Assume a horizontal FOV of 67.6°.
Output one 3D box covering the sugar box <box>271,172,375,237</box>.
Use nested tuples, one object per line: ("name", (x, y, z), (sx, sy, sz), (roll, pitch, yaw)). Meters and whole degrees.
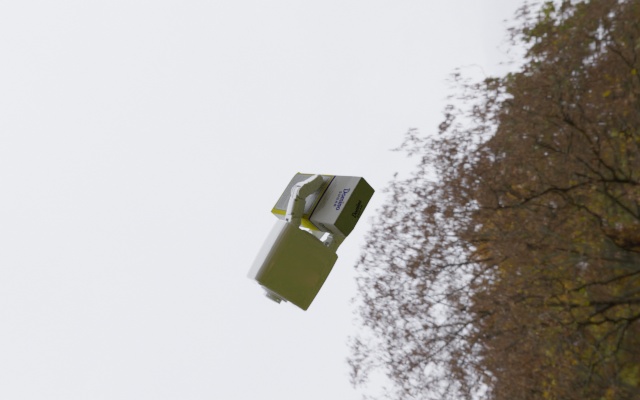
("sugar box", (0.000, 0.003, 0.796), (0.176, 0.093, 0.048), (11, -27, 49))
